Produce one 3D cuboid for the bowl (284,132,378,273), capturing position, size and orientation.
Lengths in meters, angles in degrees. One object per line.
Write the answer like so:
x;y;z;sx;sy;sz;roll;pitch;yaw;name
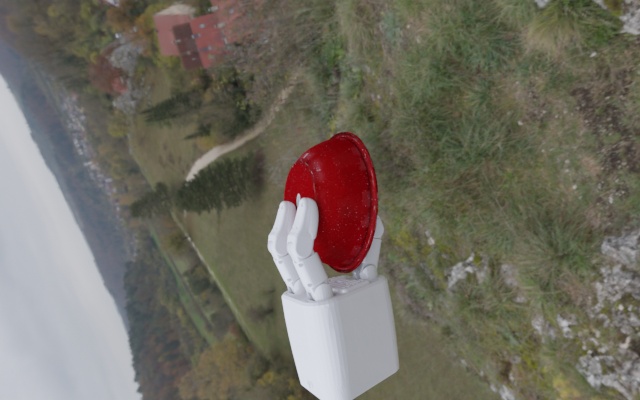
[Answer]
0.000;0.000;0.537;0.055;0.162;0.162;1;-1;-25;bowl
